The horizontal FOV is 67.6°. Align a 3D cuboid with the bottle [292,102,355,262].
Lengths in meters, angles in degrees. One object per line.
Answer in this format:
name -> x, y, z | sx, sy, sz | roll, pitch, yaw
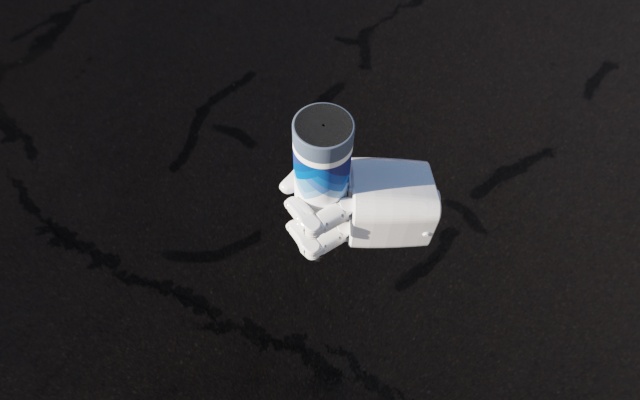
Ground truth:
bottle -> 0.000, 0.002, 0.621 | 0.069, 0.069, 0.296 | 0, -33, -2
